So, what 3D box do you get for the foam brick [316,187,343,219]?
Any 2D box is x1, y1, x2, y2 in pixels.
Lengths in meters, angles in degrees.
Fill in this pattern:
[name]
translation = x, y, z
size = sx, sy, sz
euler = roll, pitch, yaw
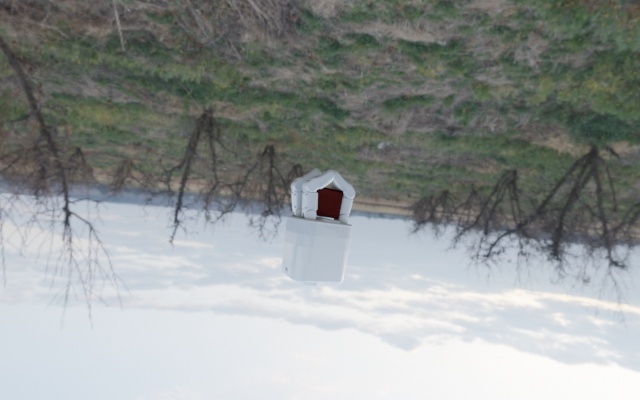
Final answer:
[foam brick]
translation = 0.000, 0.003, 0.864
size = 0.053, 0.051, 0.078
euler = 10, -1, -19
